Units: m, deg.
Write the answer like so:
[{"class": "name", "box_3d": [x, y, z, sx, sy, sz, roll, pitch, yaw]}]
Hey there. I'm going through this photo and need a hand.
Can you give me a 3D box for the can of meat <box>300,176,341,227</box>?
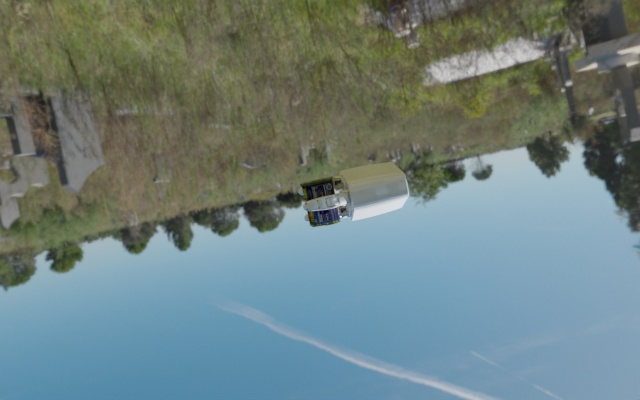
[{"class": "can of meat", "box_3d": [0.000, 0.003, 0.885, 0.057, 0.084, 0.102, -13, 2, -6]}]
